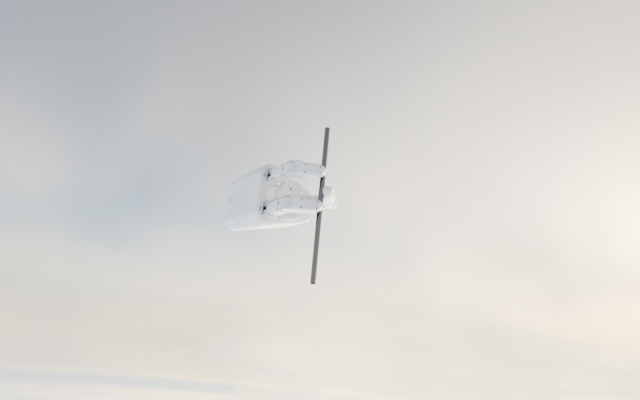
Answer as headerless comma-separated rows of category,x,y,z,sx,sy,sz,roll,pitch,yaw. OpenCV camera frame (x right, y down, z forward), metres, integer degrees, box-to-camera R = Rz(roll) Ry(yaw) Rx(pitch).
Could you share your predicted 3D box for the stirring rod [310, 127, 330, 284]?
stirring rod,0.000,0.002,0.702,0.011,0.239,0.011,5,-18,2
